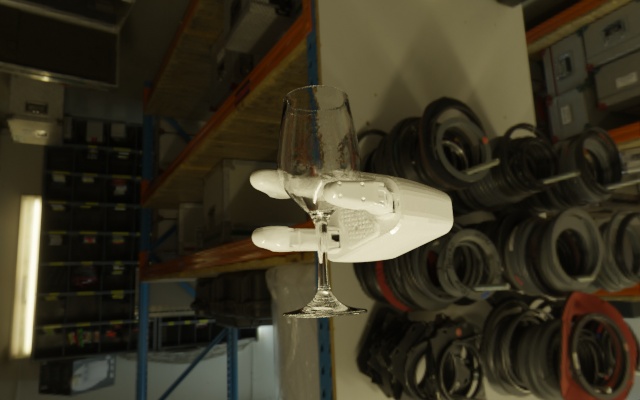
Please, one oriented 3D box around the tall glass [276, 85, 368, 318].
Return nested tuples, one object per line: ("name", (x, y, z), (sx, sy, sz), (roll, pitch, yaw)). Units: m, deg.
("tall glass", (0.000, 0.002, 0.435), (0.079, 0.201, 0.079), (-3, -10, 0))
